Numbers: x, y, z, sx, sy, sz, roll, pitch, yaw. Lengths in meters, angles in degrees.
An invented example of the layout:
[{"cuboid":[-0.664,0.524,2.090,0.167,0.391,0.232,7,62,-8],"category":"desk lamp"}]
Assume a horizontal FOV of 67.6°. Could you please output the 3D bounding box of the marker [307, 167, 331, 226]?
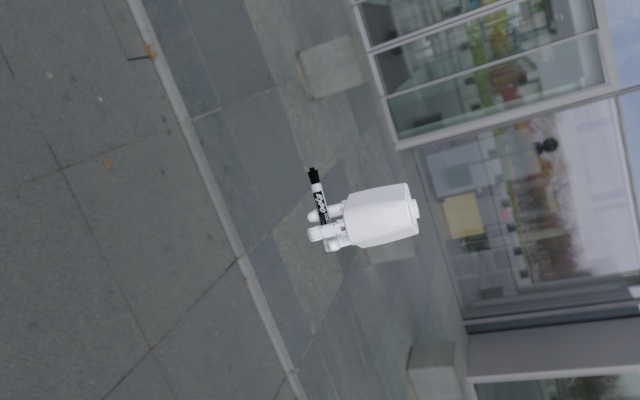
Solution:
[{"cuboid":[0.000,0.003,0.812,0.020,0.121,0.020,-14,2,0],"category":"marker"}]
